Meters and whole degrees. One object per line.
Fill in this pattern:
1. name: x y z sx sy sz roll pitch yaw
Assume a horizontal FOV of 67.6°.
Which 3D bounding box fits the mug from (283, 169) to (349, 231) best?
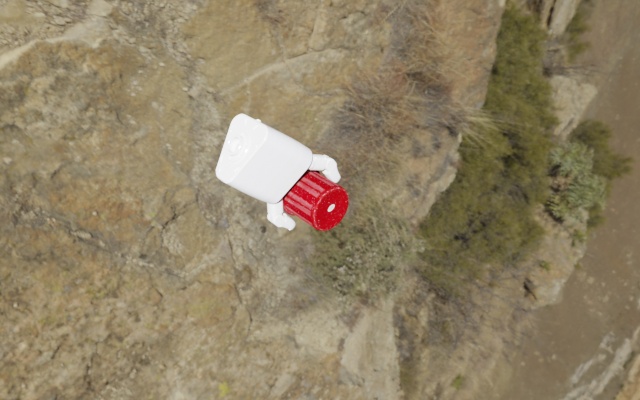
1. mug: 0.001 0.003 0.815 0.081 0.093 0.117 32 5 41
